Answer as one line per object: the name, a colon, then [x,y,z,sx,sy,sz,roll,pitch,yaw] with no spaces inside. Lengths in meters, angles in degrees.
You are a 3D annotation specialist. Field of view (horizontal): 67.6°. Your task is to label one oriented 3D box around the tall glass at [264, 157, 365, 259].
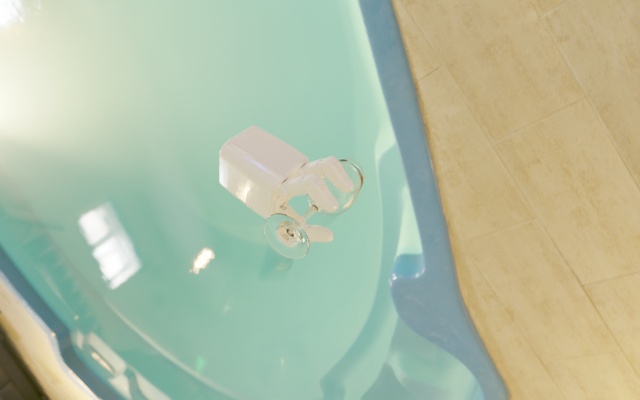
tall glass: [0.000,0.003,0.733,0.079,0.079,0.201,0,28,33]
